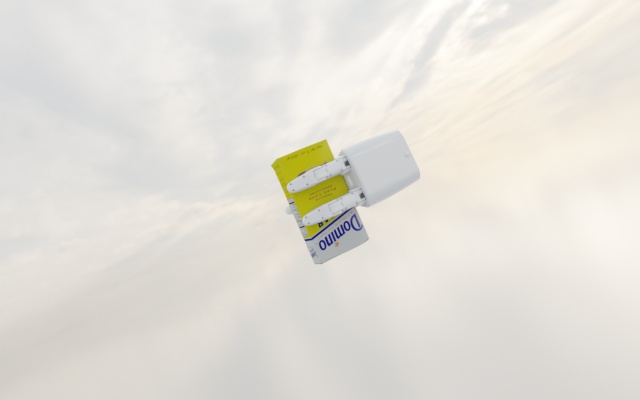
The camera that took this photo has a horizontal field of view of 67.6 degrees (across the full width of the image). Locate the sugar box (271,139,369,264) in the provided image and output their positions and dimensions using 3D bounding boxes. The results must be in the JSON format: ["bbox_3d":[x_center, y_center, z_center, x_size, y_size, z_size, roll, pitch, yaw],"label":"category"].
[{"bbox_3d":[0.000,0.002,0.754,0.093,0.176,0.048,-25,-1,-20],"label":"sugar box"}]
